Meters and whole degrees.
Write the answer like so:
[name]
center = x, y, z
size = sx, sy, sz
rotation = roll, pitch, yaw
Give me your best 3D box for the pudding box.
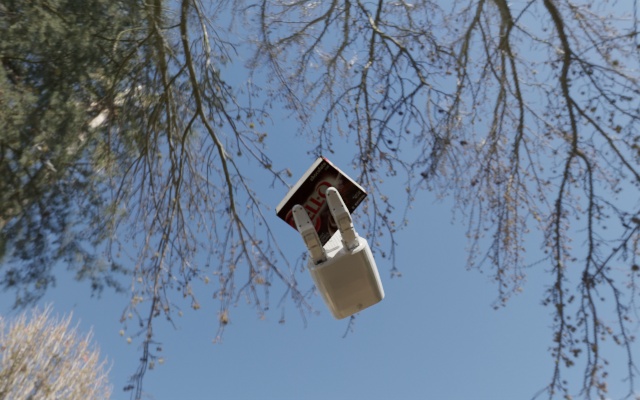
[pudding box]
center = 0.000, 0.002, 0.721
size = 0.090, 0.113, 0.039
rotation = 38, 6, -18
